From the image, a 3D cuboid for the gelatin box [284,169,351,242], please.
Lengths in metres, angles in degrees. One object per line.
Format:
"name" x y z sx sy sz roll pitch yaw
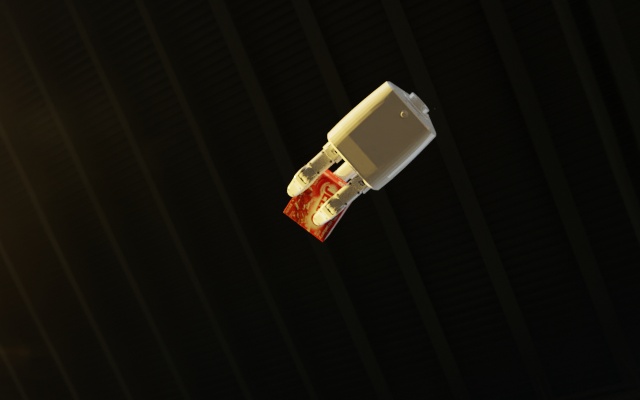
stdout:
"gelatin box" 0.000 0.002 0.685 0.073 0.089 0.030 36 25 6
